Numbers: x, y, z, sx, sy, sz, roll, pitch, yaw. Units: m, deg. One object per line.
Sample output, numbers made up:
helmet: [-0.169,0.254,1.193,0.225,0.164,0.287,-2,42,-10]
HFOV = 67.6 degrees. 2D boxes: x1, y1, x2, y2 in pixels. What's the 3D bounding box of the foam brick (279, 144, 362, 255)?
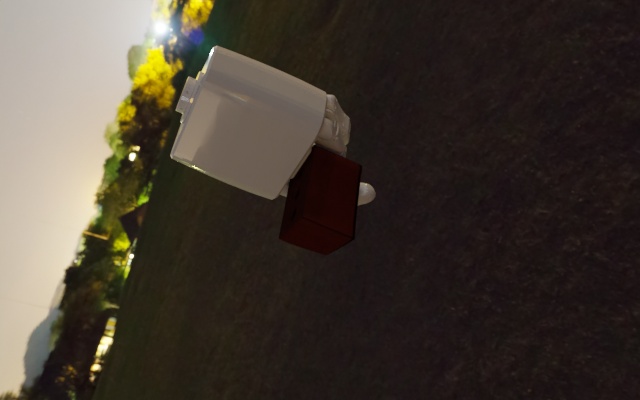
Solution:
foam brick: [0.000,0.002,0.432,0.051,0.078,0.053,21,-33,-21]
